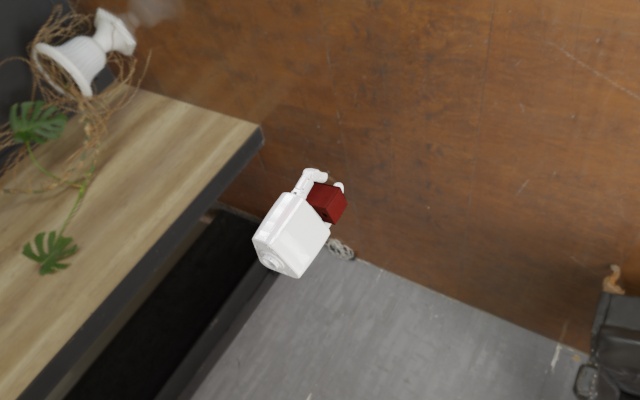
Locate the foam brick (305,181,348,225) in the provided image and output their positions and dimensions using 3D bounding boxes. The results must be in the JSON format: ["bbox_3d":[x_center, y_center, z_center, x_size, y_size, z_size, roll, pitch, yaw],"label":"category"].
[{"bbox_3d":[0.000,0.003,0.868,0.078,0.051,0.053,14,-31,34],"label":"foam brick"}]
